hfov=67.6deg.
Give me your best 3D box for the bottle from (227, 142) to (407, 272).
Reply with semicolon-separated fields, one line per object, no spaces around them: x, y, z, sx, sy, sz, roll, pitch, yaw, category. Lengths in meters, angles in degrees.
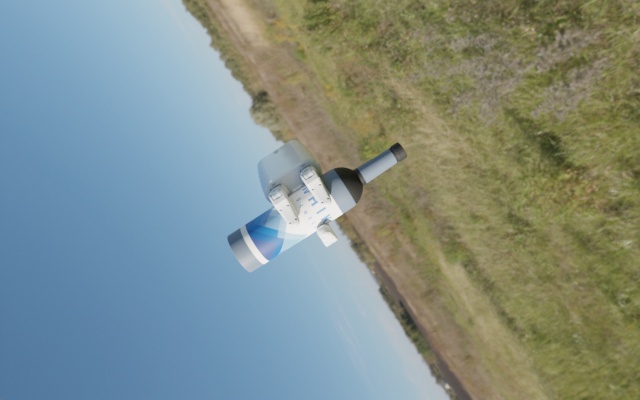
0.000;0.003;0.726;0.296;0.069;0.069;-33;-1;1;bottle
